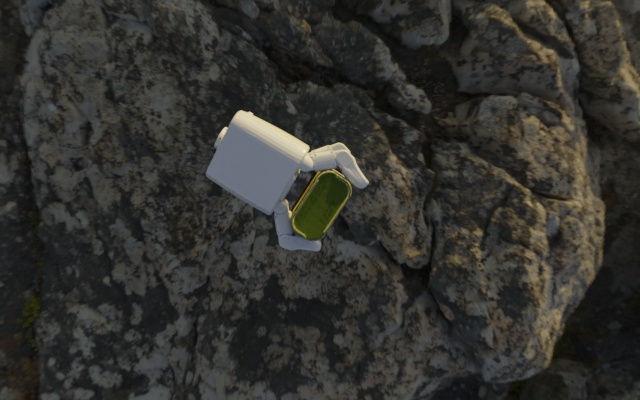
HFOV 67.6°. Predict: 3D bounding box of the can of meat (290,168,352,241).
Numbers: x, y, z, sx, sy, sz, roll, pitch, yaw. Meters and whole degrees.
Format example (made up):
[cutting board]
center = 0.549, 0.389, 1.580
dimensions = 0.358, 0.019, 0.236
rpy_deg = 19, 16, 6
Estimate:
[can of meat]
center = 0.000, 0.002, 0.669
dimensions = 0.057, 0.102, 0.084
rpy_deg = 32, 7, -5
